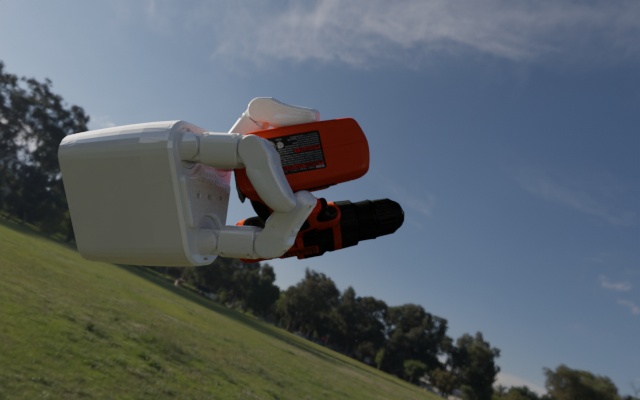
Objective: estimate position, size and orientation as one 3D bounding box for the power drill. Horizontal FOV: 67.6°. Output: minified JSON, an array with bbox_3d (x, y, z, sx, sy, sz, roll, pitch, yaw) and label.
[{"bbox_3d":[0.000,0.001,0.446,0.184,0.057,0.188,-12,-27,-6],"label":"power drill"}]
